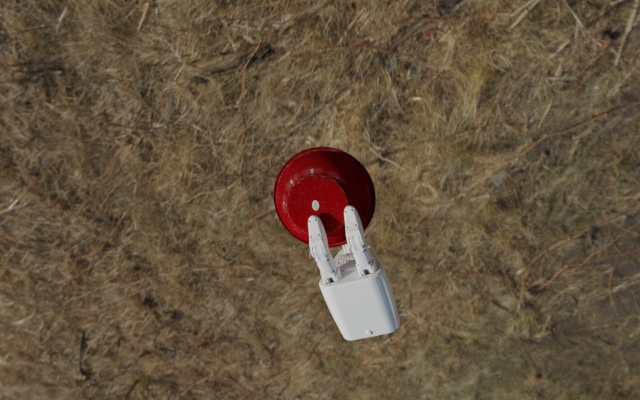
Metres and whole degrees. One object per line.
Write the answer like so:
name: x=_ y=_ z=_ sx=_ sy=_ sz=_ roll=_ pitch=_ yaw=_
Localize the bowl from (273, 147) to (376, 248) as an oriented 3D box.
bowl: x=-0.001 y=0.001 z=0.715 sx=0.162 sy=0.162 sz=0.055 roll=0 pitch=13 yaw=11
